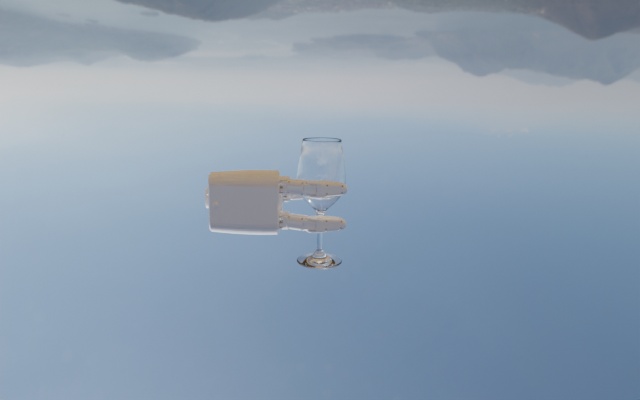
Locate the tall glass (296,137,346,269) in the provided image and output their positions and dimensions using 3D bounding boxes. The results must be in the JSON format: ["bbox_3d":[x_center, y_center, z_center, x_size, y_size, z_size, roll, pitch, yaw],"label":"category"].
[{"bbox_3d":[0.000,0.003,0.760,0.079,0.201,0.079,2,13,0],"label":"tall glass"}]
